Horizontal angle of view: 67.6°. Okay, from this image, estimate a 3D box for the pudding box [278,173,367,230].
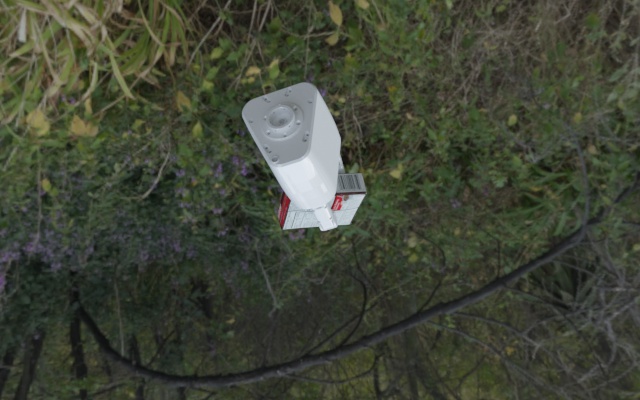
[{"bbox_3d":[0.000,0.002,0.684,0.113,0.039,0.090,-2,-31,-16],"label":"pudding box"}]
